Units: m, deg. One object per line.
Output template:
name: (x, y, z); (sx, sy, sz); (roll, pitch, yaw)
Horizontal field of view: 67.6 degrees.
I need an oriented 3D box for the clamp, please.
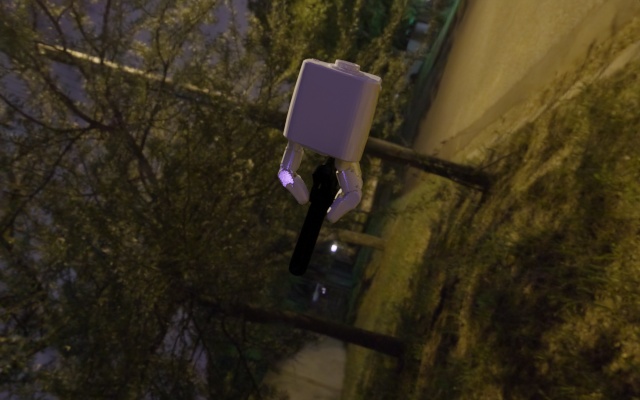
clamp: (-0.001, 0.002, 0.693); (0.036, 0.165, 0.210); (18, 21, 4)
